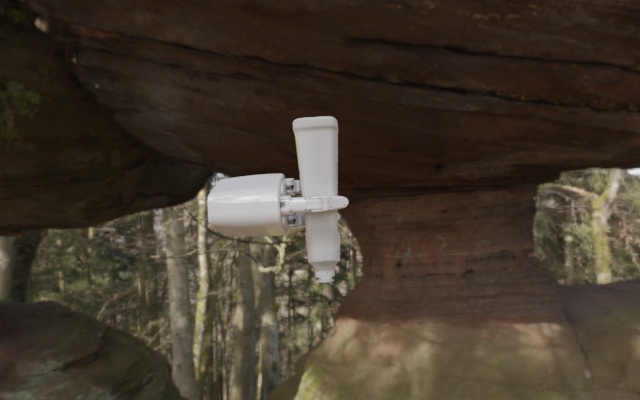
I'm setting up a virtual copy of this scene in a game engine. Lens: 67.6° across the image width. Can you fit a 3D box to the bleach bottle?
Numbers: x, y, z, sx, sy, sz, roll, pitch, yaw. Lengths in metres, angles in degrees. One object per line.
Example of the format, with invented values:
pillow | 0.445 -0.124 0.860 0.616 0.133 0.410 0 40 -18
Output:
bleach bottle | 0.000 0.002 0.743 0.068 0.251 0.102 -3 1 4
